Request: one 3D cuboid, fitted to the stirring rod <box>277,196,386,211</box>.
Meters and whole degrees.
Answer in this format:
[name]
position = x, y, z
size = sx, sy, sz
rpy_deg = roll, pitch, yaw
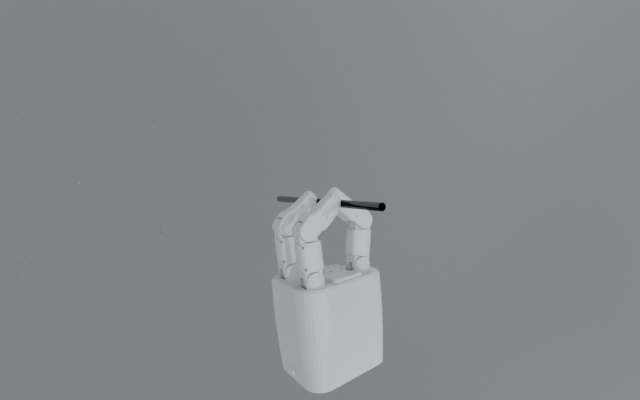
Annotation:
[stirring rod]
position = 0.000, 0.002, 0.527
size = 0.011, 0.011, 0.239
rpy_deg = 0, 2, -27
